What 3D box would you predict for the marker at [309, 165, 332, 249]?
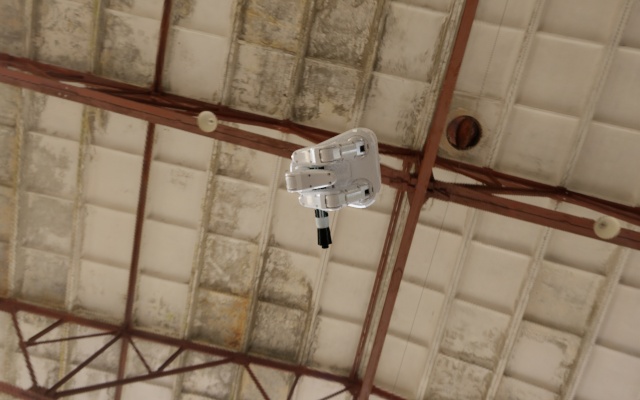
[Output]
[{"bbox_3d":[0.000,0.002,0.602,0.020,0.121,0.020,-6,10,1],"label":"marker"}]
